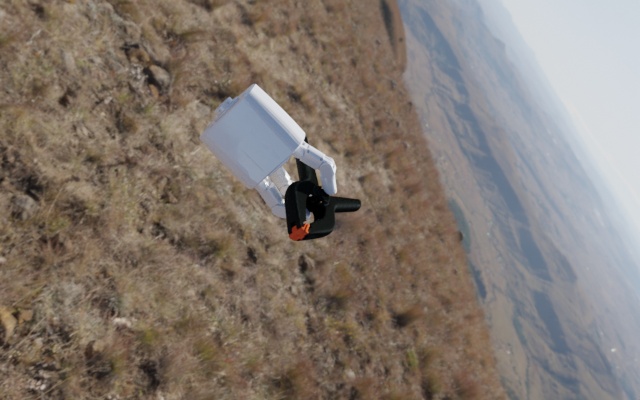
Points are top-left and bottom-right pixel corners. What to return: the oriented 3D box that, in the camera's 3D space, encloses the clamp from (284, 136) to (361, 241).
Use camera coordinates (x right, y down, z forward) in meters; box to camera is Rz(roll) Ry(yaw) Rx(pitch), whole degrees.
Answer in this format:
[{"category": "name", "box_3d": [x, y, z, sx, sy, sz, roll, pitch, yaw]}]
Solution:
[{"category": "clamp", "box_3d": [0.000, 0.002, 0.742, 0.036, 0.164, 0.209, -35, 23, 29]}]
